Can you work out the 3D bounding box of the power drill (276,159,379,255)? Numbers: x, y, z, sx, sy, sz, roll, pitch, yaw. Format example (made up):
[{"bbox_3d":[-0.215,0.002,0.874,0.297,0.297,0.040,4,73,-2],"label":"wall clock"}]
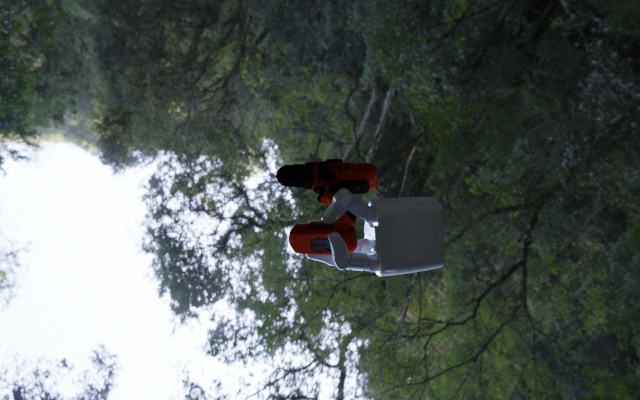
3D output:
[{"bbox_3d":[0.000,0.003,0.801,0.184,0.187,0.057,0,-44,12],"label":"power drill"}]
